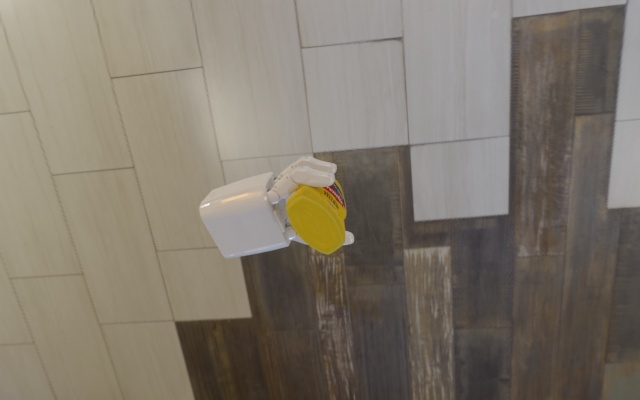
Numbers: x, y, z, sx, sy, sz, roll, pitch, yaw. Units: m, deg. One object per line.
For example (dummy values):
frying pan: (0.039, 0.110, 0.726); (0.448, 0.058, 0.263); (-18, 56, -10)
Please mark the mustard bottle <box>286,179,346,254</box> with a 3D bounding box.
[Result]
mustard bottle: (0.000, 0.002, 0.734); (0.058, 0.096, 0.191); (-39, 13, 17)
